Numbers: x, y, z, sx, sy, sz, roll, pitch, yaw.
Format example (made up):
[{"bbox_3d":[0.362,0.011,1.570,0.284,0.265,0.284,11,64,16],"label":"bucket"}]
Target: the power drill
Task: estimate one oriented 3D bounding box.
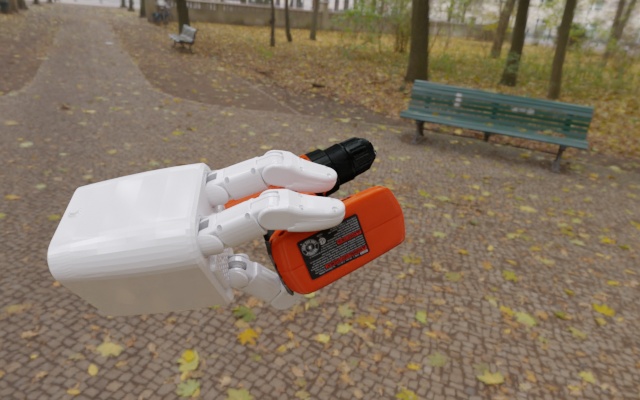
[{"bbox_3d":[0.000,0.002,0.441,0.184,0.057,0.187,-28,22,-11],"label":"power drill"}]
